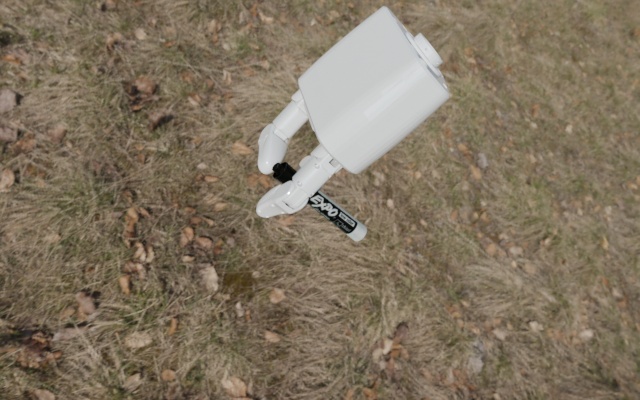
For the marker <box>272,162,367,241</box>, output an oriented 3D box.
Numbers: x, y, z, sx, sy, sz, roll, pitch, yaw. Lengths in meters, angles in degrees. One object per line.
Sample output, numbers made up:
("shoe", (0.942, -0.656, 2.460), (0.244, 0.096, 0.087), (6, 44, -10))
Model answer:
("marker", (0.000, 0.002, 0.464), (0.121, 0.020, 0.020), (39, -21, -29))
